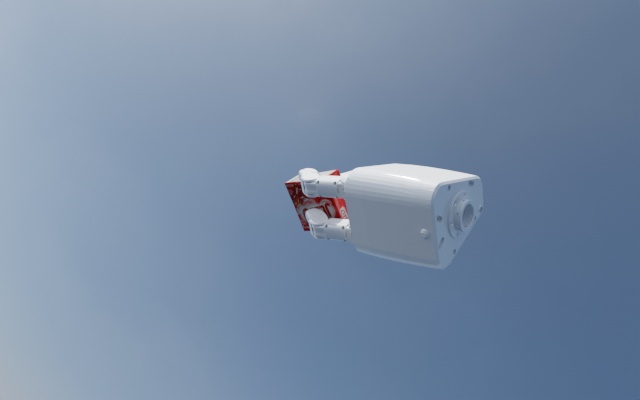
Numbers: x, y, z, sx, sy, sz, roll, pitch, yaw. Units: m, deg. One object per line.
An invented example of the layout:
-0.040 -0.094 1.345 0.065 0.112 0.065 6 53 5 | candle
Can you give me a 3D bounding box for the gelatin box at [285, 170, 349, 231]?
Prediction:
0.000 0.002 0.617 0.030 0.073 0.089 -32 17 -35 | gelatin box
